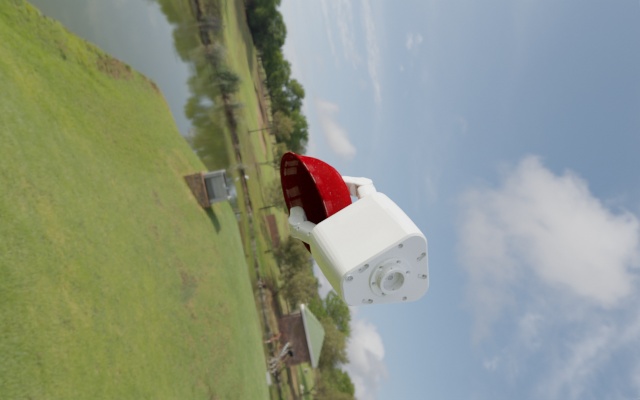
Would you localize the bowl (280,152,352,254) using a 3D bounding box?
[{"bbox_3d":[0.000,0.001,0.672,0.055,0.162,0.162,-20,7,-20],"label":"bowl"}]
